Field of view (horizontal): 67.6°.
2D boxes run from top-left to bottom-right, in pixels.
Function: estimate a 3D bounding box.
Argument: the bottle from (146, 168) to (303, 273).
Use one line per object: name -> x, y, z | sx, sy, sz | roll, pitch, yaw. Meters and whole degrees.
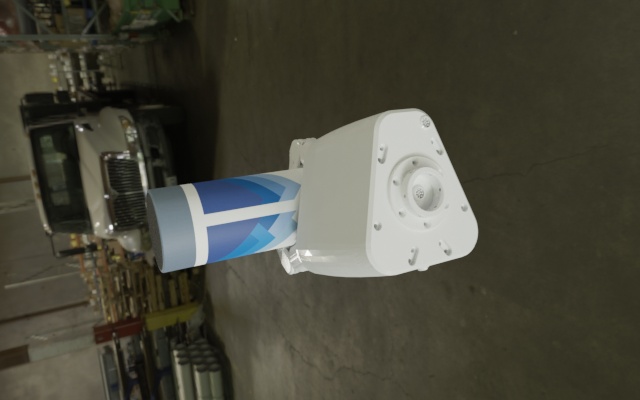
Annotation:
bottle -> 0.000, 0.001, 0.439 | 0.295, 0.069, 0.069 | -10, 4, -26
